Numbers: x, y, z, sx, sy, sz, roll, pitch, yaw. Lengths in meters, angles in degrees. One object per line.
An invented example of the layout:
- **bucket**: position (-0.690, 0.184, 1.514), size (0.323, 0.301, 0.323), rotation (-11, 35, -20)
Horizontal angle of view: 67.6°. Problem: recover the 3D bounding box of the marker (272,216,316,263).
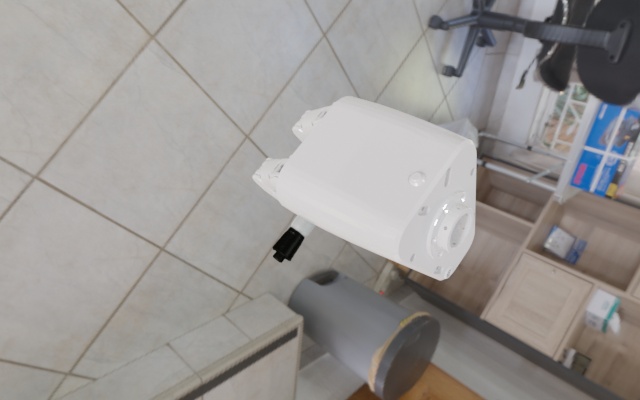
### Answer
- **marker**: position (0.000, 0.001, 0.401), size (0.020, 0.121, 0.020), rotation (35, -13, 9)
